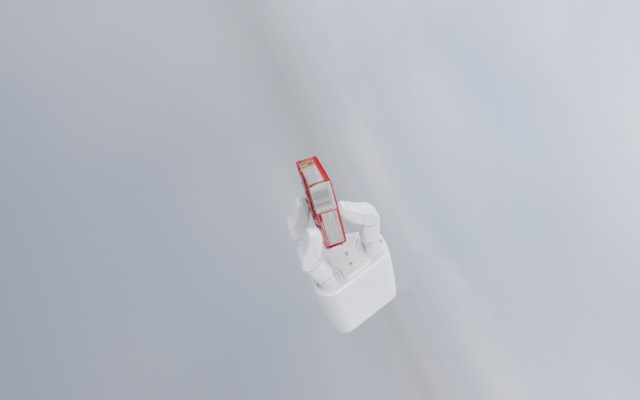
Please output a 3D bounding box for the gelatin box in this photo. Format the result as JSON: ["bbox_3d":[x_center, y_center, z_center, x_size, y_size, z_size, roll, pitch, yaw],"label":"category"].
[{"bbox_3d":[0.000,0.001,0.571,0.030,0.089,0.073,-18,30,-4],"label":"gelatin box"}]
